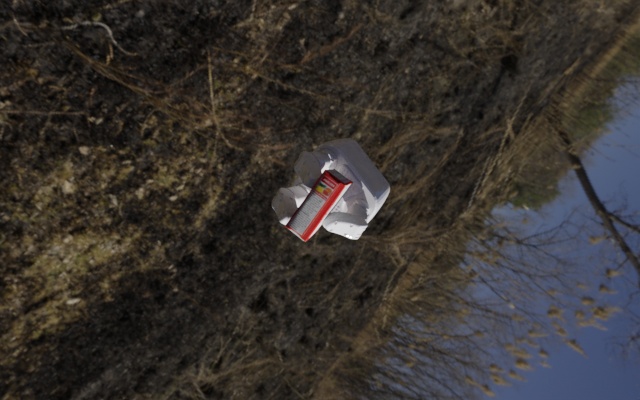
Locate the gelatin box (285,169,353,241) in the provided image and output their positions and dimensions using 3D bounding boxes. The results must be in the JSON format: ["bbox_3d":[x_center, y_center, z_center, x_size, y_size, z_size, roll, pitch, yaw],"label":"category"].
[{"bbox_3d":[0.000,0.002,0.526,0.030,0.073,0.089,37,9,4],"label":"gelatin box"}]
